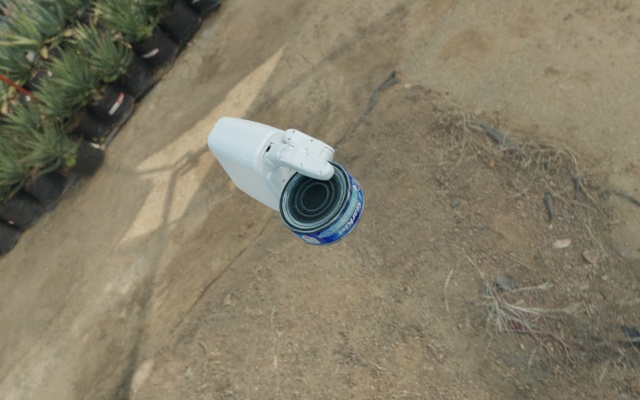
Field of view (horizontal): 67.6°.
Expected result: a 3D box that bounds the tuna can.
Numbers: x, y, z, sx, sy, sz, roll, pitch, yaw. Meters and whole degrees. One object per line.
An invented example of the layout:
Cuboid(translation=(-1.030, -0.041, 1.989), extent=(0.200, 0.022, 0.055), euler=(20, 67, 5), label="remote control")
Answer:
Cuboid(translation=(0.000, 0.001, 0.496), extent=(0.086, 0.086, 0.034), euler=(0, -26, 31), label="tuna can")
